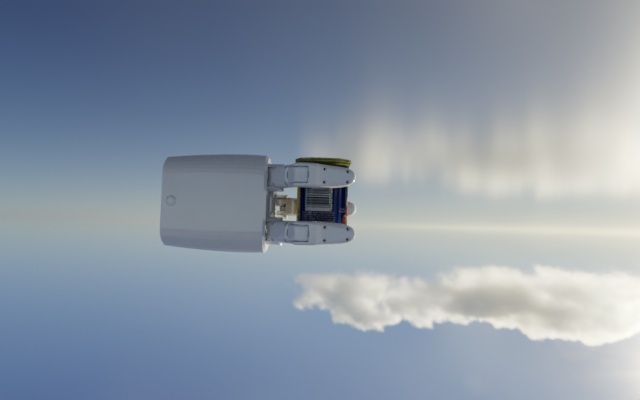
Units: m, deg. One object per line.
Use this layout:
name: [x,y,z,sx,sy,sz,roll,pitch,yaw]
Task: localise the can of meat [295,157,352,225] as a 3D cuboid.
can of meat: [0.000,0.002,0.514,0.057,0.084,0.102,2,-3,-3]
